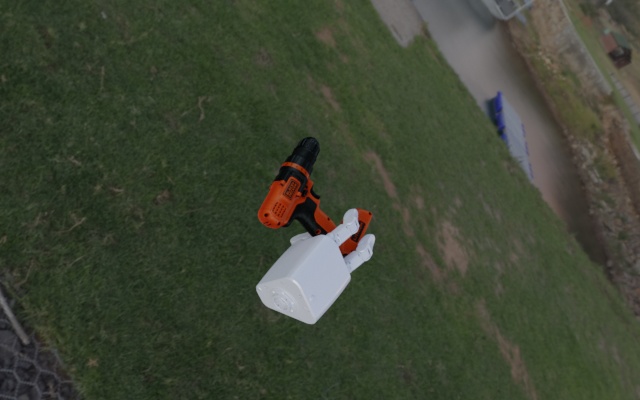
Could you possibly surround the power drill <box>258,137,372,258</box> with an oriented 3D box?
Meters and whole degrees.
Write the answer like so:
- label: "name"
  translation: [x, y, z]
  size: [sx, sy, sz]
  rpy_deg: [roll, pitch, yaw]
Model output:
- label: "power drill"
  translation: [0.000, 0.003, 0.841]
  size: [0.188, 0.184, 0.057]
  rpy_deg: [36, -25, -18]
